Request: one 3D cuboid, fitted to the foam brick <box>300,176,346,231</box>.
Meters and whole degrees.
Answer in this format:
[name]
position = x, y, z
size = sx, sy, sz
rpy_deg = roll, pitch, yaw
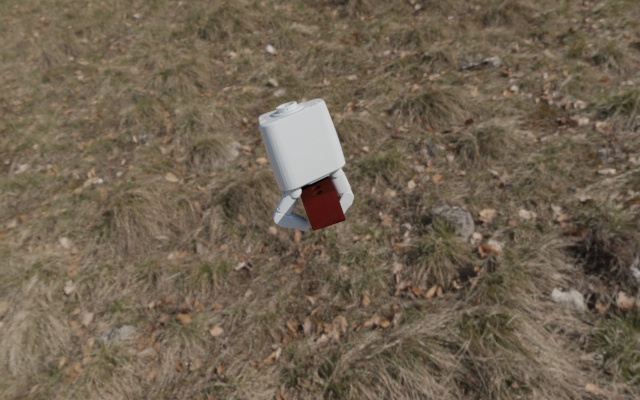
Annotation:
[foam brick]
position = 0.000, 0.003, 0.730
size = 0.053, 0.051, 0.078
rpy_deg = -20, 22, -2
